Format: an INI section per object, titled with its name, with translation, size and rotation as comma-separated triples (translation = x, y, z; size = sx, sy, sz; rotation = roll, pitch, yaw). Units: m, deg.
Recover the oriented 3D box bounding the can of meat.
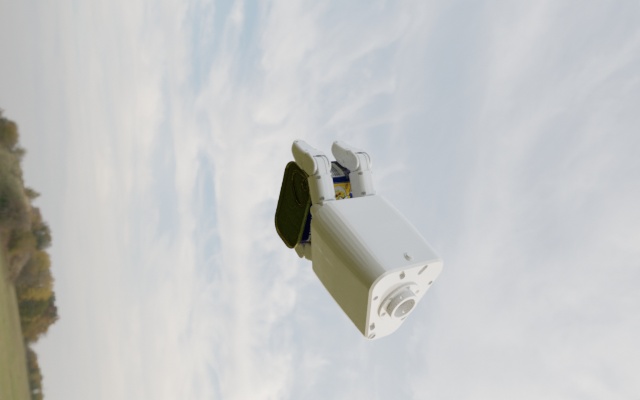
[can of meat]
translation = 0.000, 0.002, 0.569
size = 0.084, 0.102, 0.057
rotation = -7, 37, -33
